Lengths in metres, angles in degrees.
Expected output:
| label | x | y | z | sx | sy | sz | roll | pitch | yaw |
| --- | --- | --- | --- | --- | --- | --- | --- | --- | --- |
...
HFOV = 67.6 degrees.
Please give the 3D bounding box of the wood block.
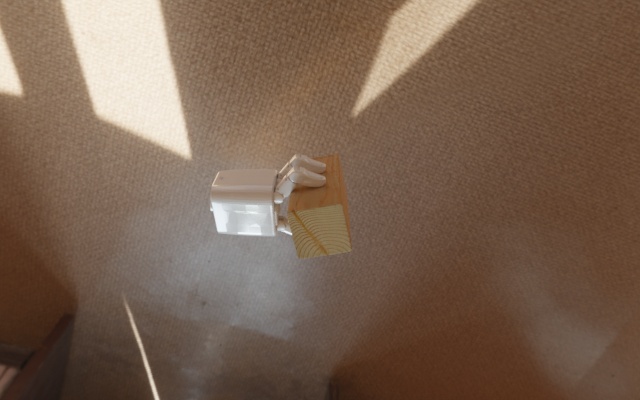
| label | x | y | z | sx | sy | sz | roll | pitch | yaw |
| --- | --- | --- | --- | --- | --- | --- | --- | --- | --- |
| wood block | 0.000 | 0.003 | 0.838 | 0.090 | 0.091 | 0.206 | -9 | 27 | 6 |
